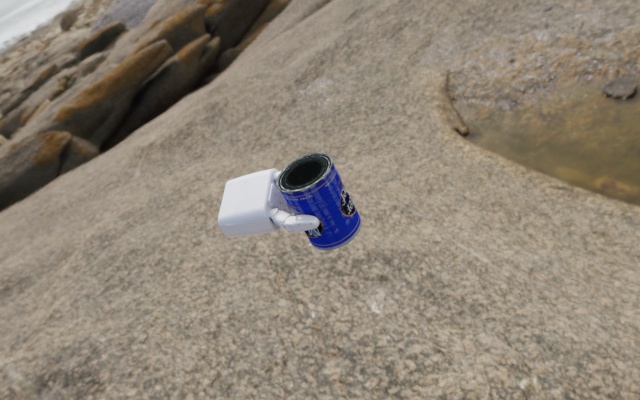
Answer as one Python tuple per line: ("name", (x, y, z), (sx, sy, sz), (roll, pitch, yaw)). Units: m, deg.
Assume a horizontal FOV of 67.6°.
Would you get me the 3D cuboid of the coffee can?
("coffee can", (0.000, 0.003, 0.828), (0.103, 0.140, 0.102), (-19, 35, 14))
